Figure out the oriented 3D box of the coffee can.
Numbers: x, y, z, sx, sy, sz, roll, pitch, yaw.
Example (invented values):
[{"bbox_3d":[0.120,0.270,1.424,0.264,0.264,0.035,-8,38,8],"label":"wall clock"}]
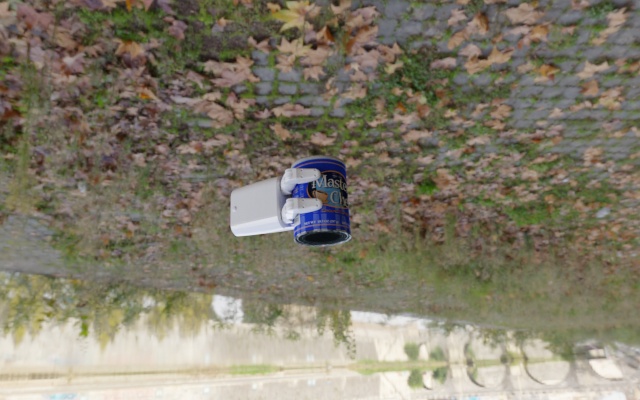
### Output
[{"bbox_3d":[0.000,0.003,0.864,0.103,0.140,0.103,-3,-20,-1],"label":"coffee can"}]
